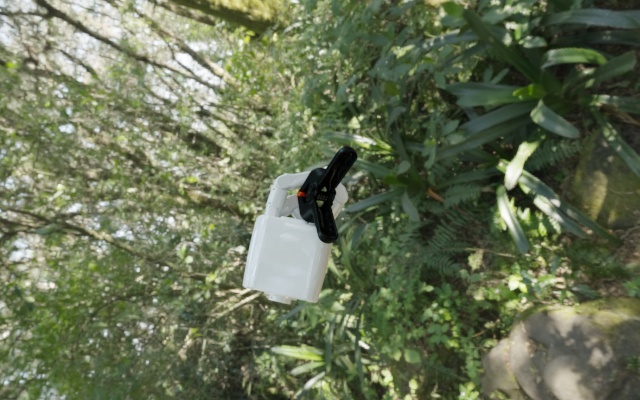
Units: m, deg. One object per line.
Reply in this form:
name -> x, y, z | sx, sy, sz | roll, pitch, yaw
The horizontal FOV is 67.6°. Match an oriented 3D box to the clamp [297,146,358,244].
clamp -> 0.000, 0.002, 0.643 | 0.039, 0.120, 0.171 | 20, -14, -13
